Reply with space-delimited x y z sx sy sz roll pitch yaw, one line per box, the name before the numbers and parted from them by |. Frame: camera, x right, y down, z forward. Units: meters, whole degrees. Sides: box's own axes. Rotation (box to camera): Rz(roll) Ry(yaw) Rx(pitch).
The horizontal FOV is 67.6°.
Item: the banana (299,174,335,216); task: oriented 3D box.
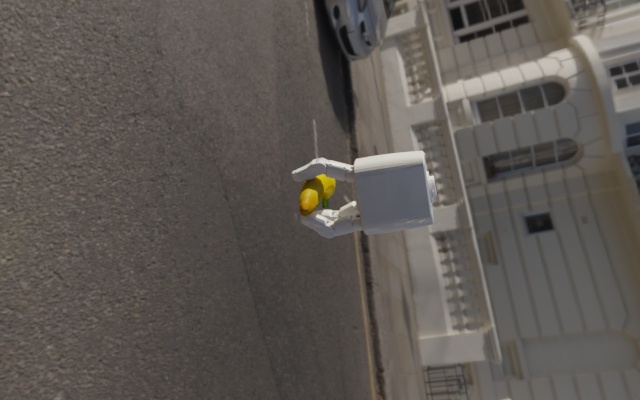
banana | -0.001 -0.016 0.794 0.037 0.069 0.198 -4 2 12
